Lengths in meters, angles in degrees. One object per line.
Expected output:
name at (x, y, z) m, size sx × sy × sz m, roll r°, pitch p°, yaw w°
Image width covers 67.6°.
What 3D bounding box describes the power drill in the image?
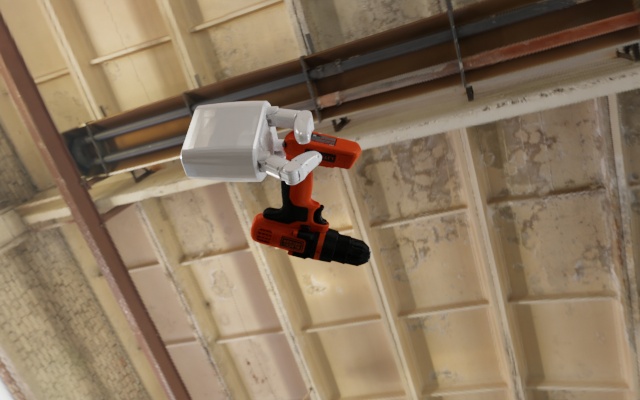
power drill at (0.000, 0.002, 0.688) m, size 0.184 × 0.188 × 0.057 m, roll 13°, pitch 24°, yaw -1°
